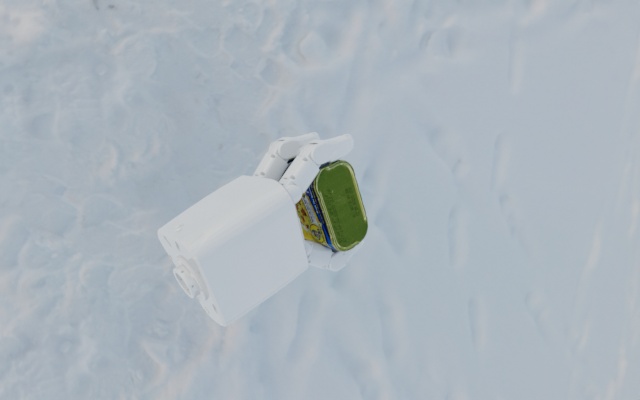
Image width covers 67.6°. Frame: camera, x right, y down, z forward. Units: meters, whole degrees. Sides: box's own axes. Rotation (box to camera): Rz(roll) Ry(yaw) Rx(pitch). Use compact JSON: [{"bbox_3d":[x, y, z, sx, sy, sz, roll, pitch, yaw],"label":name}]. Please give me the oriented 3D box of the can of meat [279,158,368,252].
[{"bbox_3d":[0.000,0.002,0.527,0.057,0.102,0.084,-31,24,-29],"label":"can of meat"}]
